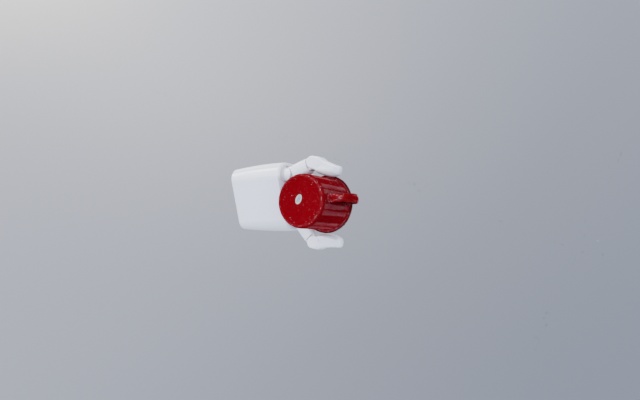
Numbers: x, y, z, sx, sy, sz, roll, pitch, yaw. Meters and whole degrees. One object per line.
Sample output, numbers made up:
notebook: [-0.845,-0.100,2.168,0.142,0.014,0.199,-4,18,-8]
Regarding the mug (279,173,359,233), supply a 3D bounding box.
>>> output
mug: [0.001,0.002,0.722,0.117,0.093,0.081,-3,-6,31]
